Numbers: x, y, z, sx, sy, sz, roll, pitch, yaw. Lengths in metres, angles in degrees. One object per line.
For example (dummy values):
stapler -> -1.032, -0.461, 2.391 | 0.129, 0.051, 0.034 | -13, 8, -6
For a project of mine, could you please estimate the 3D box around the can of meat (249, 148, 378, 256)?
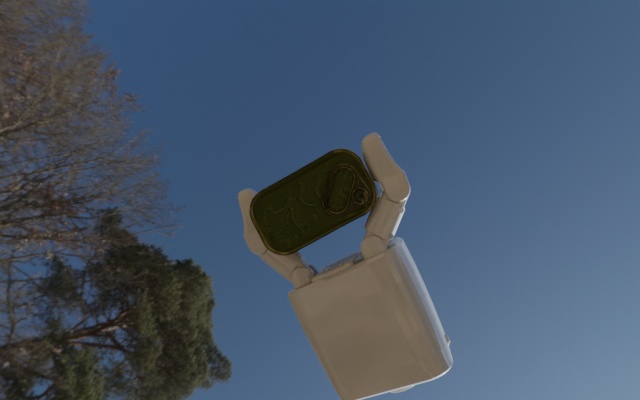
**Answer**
can of meat -> 0.000, 0.001, 0.419 | 0.102, 0.057, 0.084 | -29, -4, 9
